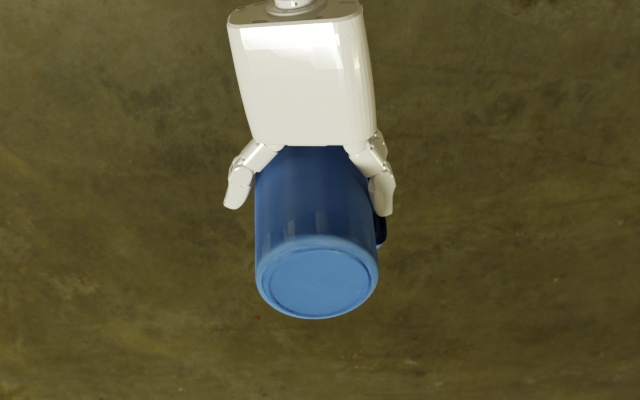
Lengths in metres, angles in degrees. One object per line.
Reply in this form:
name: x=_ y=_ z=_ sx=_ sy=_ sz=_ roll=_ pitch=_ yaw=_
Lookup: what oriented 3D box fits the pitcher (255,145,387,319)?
pitcher: x=0.000 y=0.002 z=0.504 sx=0.149 sy=0.145 sz=0.242 roll=-6 pitch=39 yaw=1
